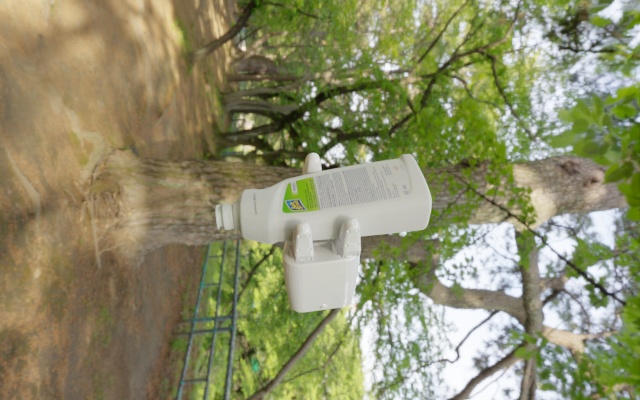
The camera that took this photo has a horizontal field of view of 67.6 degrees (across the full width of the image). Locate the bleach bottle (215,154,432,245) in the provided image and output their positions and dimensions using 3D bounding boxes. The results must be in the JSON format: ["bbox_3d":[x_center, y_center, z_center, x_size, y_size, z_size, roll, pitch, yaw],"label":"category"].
[{"bbox_3d":[0.000,0.002,0.585,0.251,0.068,0.102,-6,42,-6],"label":"bleach bottle"}]
